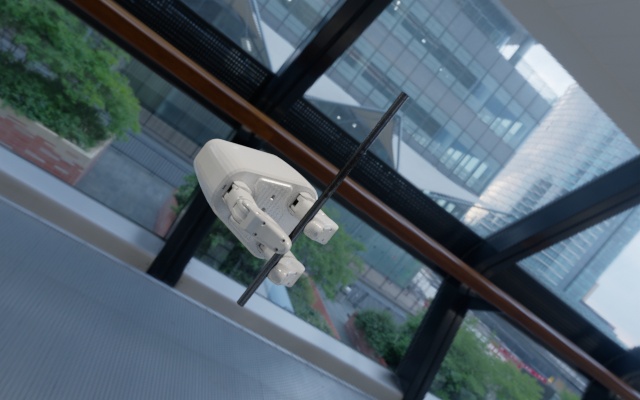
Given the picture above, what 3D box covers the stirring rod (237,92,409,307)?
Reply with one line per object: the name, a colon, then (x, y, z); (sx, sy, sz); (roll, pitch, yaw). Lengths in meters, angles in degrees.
stirring rod: (0.000, 0.001, 0.428); (0.011, 0.239, 0.011); (38, 5, -4)
